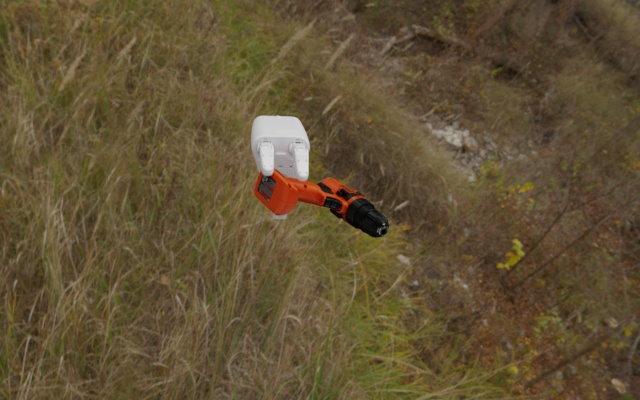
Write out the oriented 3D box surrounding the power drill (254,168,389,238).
[{"bbox_3d":[0.000,0.002,0.778,0.188,0.057,0.184,13,14,-36],"label":"power drill"}]
